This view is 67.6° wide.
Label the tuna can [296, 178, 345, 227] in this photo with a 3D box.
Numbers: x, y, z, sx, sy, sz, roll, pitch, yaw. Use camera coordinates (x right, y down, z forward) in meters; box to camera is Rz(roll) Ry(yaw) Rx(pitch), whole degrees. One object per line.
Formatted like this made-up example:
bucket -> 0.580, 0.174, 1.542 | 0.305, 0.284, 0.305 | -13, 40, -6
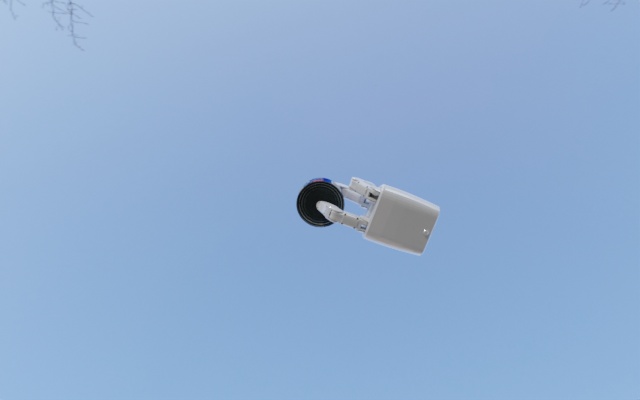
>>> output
tuna can -> 0.000, 0.003, 0.860 | 0.086, 0.086, 0.033 | 0, 16, 1
